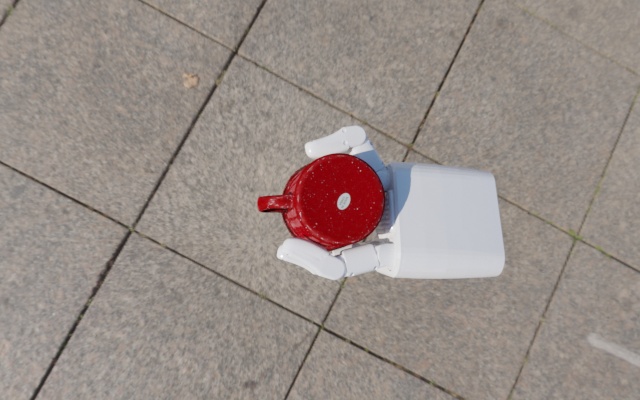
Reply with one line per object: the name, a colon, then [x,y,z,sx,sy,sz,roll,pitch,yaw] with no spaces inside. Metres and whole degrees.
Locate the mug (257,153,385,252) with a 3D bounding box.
mug: [-0.001,0.001,0.445,0.117,0.093,0.081,2,-5,-9]
